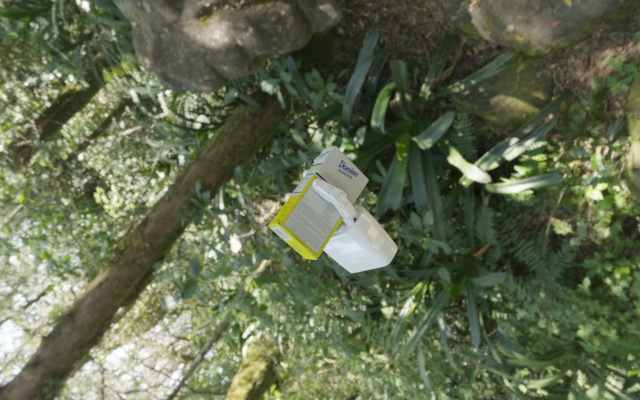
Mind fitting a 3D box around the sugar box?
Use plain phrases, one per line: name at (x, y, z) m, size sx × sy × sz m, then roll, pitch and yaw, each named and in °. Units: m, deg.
sugar box at (0.000, 0.003, 0.813) m, size 0.093 × 0.176 × 0.048 m, roll 44°, pitch -26°, yaw -21°
